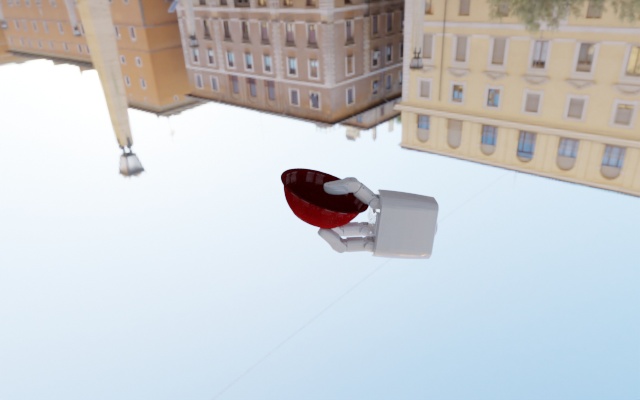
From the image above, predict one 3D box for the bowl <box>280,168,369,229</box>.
[{"bbox_3d":[-0.001,0.003,0.835,0.162,0.055,0.162,17,24,-8],"label":"bowl"}]
